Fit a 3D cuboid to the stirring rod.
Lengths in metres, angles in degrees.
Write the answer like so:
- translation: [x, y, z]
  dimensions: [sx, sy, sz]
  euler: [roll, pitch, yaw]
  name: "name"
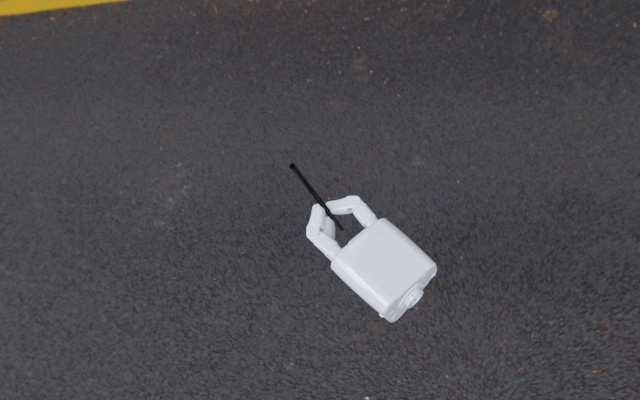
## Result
- translation: [0.000, 0.002, 0.716]
  dimensions: [0.011, 0.011, 0.240]
  euler: [0, -23, 19]
  name: "stirring rod"
